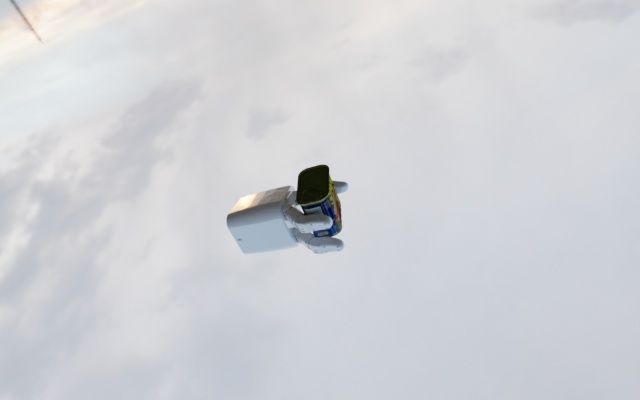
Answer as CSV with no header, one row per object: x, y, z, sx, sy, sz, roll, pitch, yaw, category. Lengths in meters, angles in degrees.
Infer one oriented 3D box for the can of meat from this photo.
0.000,0.003,0.815,0.057,0.084,0.102,-14,37,11,can of meat
